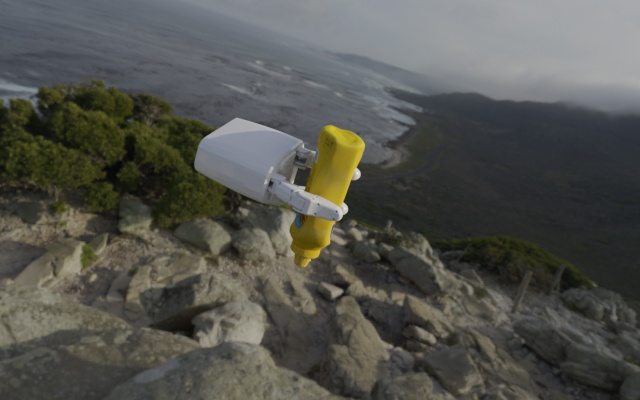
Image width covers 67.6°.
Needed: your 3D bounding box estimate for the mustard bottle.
[{"bbox_3d":[0.001,0.002,0.632,0.058,0.192,0.096,15,18,-11],"label":"mustard bottle"}]
